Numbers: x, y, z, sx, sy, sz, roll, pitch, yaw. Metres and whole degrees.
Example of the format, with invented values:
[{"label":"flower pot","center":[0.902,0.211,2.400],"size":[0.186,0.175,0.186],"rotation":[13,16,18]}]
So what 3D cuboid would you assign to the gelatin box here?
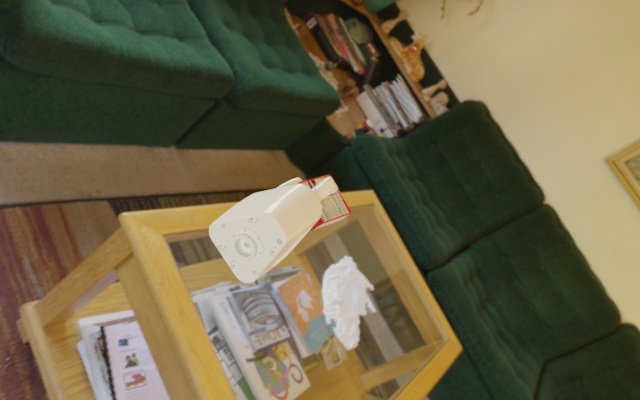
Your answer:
[{"label":"gelatin box","center":[0.001,0.002,0.743],"size":[0.030,0.073,0.089],"rotation":[-35,-10,34]}]
